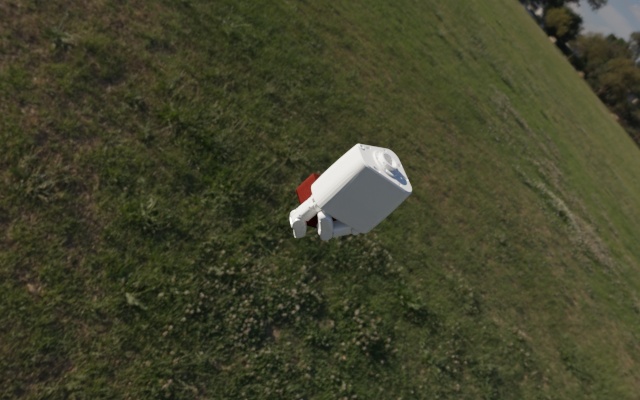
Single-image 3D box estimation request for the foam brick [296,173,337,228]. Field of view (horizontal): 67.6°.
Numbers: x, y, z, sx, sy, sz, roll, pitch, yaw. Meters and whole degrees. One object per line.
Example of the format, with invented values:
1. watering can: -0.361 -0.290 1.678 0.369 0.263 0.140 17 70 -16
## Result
1. foam brick: 0.000 0.002 0.803 0.053 0.078 0.051 17 -48 -37
